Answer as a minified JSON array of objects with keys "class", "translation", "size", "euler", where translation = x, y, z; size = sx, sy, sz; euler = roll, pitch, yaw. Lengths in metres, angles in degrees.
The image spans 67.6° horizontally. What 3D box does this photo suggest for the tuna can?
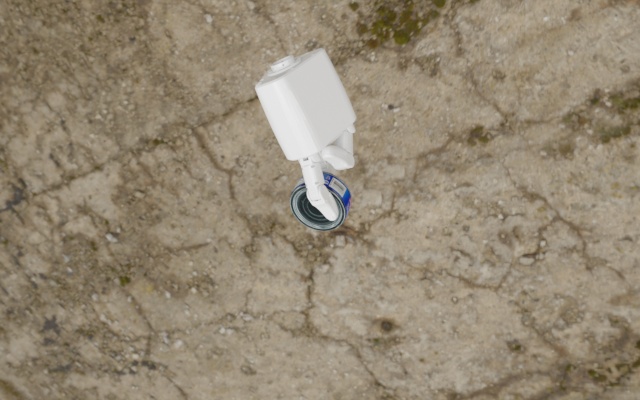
[{"class":"tuna can","translation":[0.000,0.003,0.684],"size":[0.086,0.086,0.033],"euler":[0,36,22]}]
